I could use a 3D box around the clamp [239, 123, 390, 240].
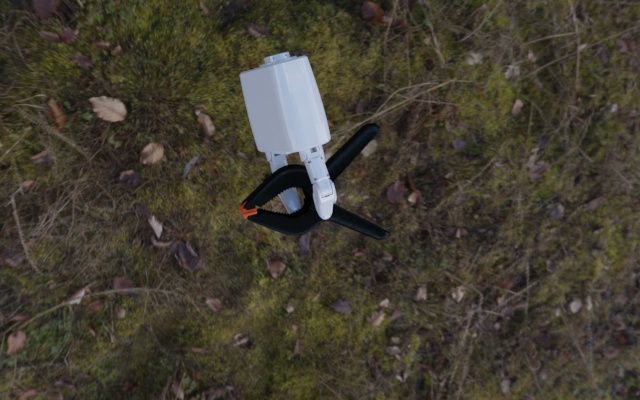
[{"bbox_3d":[0.000,0.002,0.638,0.210,0.164,0.036,-19,17,-15],"label":"clamp"}]
